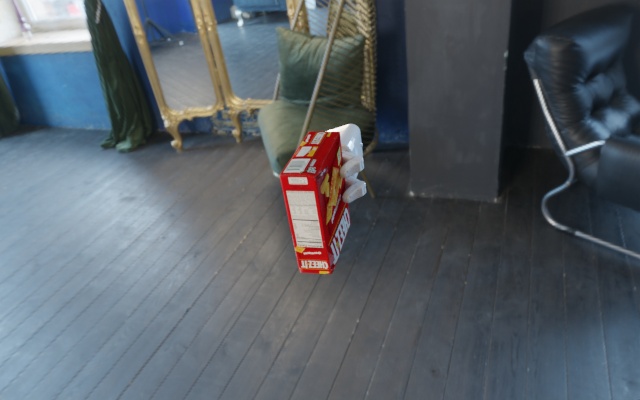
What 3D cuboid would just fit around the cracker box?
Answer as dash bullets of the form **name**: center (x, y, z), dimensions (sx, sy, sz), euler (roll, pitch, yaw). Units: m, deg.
- **cracker box**: center (0.000, 0.003, 0.881), dimensions (0.072, 0.214, 0.164), euler (2, 34, 18)
